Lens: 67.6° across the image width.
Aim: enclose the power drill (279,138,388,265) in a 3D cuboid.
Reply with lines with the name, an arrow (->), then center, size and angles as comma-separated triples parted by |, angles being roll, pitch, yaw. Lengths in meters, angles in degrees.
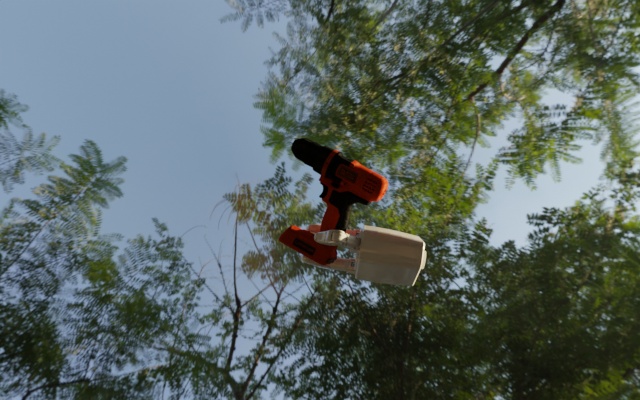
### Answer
power drill -> 0.000, 0.003, 0.833 | 0.184, 0.188, 0.057 | 29, 11, 15
